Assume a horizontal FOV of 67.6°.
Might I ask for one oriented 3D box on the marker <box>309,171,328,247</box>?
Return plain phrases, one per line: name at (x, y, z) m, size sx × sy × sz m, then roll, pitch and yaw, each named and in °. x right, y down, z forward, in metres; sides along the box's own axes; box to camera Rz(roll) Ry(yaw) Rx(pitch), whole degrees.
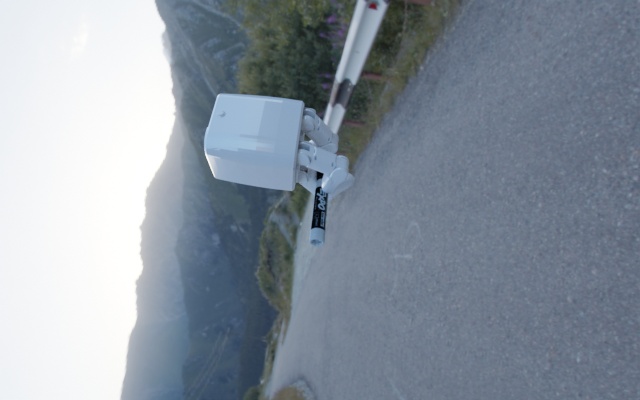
marker at (0.000, 0.002, 0.604) m, size 0.020 × 0.121 × 0.020 m, roll 4°, pitch -36°, yaw 3°
